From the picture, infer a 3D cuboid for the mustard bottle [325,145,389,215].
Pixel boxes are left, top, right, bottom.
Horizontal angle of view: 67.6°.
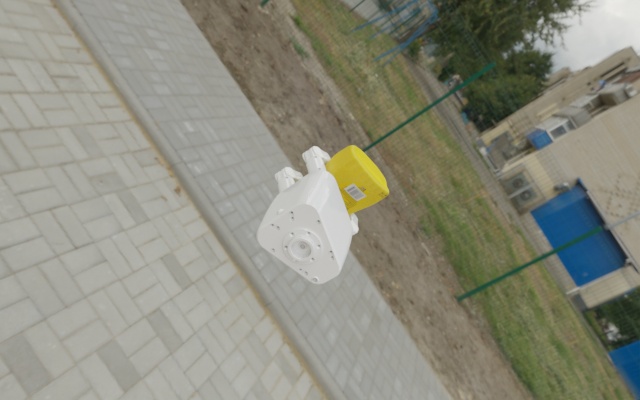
[{"bbox_3d":[0.000,0.002,0.720,0.192,0.058,0.096,-33,-51,21],"label":"mustard bottle"}]
